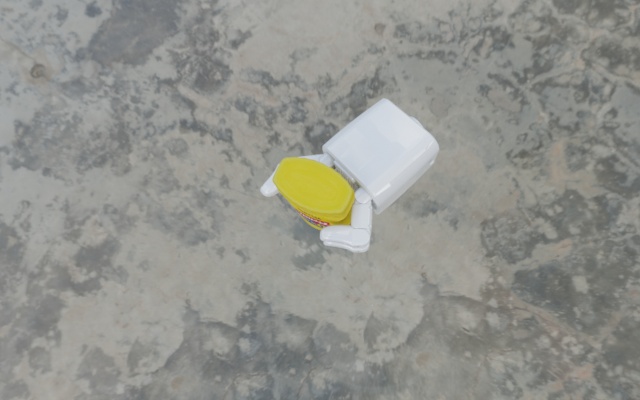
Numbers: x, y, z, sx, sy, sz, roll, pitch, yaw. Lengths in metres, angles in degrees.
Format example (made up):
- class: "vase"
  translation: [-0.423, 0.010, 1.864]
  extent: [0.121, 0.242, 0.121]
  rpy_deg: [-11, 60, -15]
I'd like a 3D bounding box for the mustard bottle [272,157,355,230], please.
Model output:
- class: "mustard bottle"
  translation: [0.000, 0.002, 0.631]
  extent: [0.096, 0.058, 0.192]
  rpy_deg: [24, -9, 11]
